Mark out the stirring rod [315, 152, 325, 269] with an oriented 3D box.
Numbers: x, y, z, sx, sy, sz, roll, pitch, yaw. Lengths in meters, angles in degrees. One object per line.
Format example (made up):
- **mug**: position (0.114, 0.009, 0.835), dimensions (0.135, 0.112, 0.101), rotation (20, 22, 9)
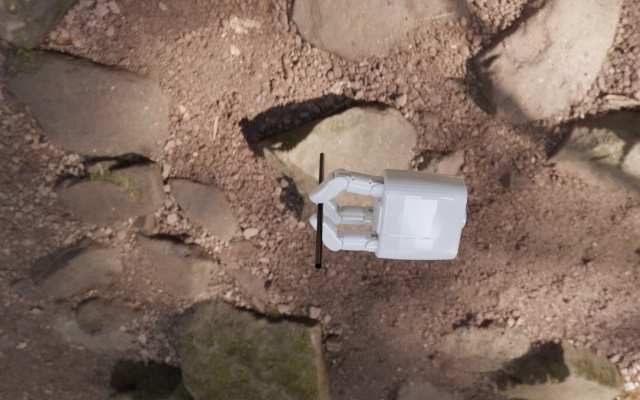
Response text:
- **stirring rod**: position (0.000, 0.002, 0.632), dimensions (0.011, 0.011, 0.239), rotation (0, 37, 2)
